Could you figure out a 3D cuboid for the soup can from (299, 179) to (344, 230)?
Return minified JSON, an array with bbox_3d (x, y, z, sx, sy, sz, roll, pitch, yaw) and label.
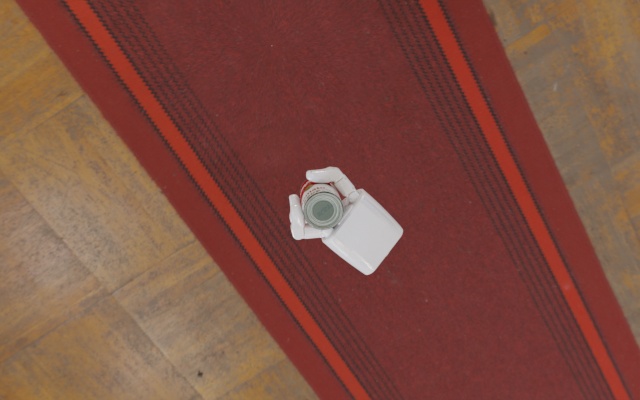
[{"bbox_3d":[0.000,0.002,0.820,0.068,0.068,0.102,0,18,-6],"label":"soup can"}]
